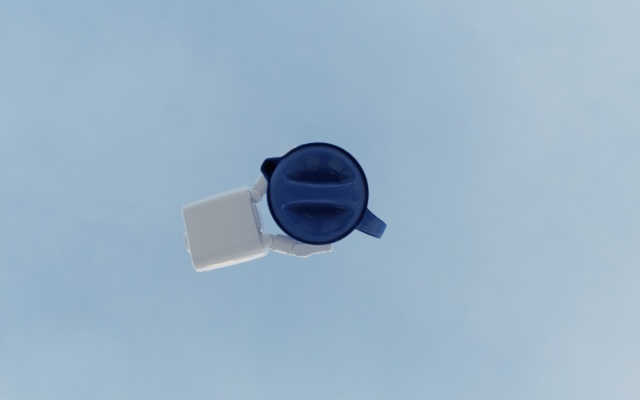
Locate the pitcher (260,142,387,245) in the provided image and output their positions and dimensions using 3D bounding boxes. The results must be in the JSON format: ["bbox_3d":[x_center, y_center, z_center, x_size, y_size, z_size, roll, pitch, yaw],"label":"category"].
[{"bbox_3d":[0.000,0.002,0.726,0.145,0.149,0.243,-17,-2,-3],"label":"pitcher"}]
